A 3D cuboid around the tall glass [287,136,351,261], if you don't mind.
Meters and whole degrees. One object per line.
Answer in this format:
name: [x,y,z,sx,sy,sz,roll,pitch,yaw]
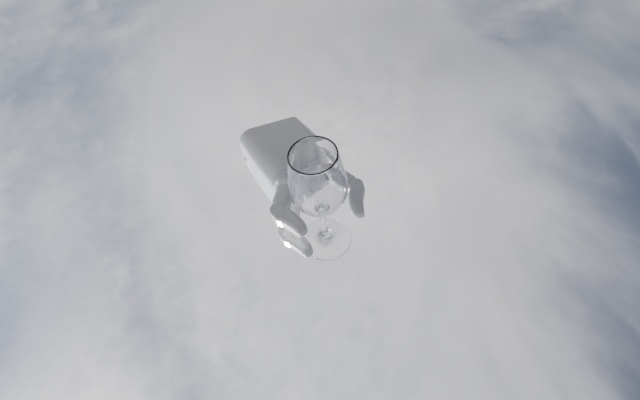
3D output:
tall glass: [0.000,0.003,0.647,0.079,0.079,0.201,0,-34,6]
